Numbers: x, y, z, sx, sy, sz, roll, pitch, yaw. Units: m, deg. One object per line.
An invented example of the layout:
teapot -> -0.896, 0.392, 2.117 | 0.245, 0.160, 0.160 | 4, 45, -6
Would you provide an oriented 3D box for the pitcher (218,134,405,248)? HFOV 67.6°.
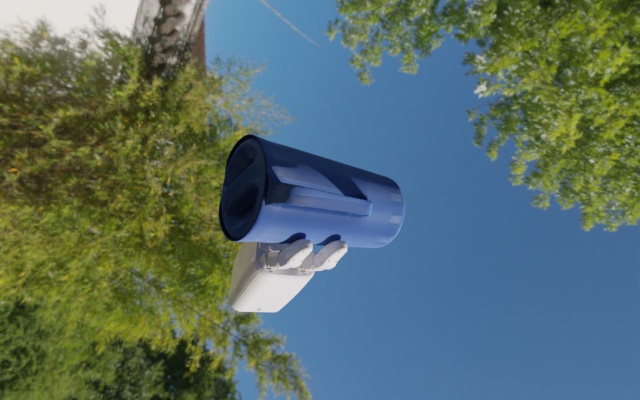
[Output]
pitcher -> 0.000, 0.002, 0.640 | 0.243, 0.149, 0.145 | 10, -48, -33
